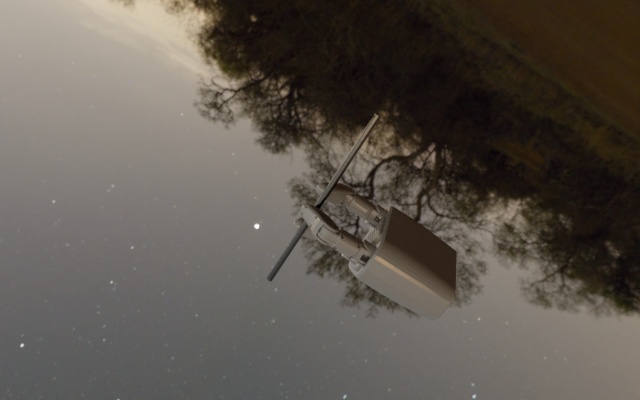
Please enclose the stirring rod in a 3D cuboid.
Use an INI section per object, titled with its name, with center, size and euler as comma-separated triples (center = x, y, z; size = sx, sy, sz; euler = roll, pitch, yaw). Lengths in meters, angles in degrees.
[stirring rod]
center = 0.000, 0.002, 0.563
size = 0.011, 0.239, 0.011
euler = 31, 16, -10
